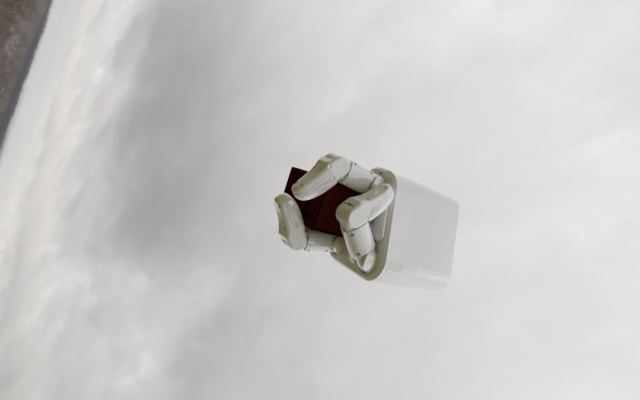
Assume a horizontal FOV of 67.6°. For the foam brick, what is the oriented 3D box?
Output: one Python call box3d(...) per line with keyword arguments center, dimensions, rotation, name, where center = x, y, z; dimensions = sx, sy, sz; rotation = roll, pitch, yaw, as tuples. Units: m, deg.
box3d(center=(0.000, 0.001, 0.504), dimensions=(0.051, 0.053, 0.078), rotation=(15, 6, -34), name="foam brick")
